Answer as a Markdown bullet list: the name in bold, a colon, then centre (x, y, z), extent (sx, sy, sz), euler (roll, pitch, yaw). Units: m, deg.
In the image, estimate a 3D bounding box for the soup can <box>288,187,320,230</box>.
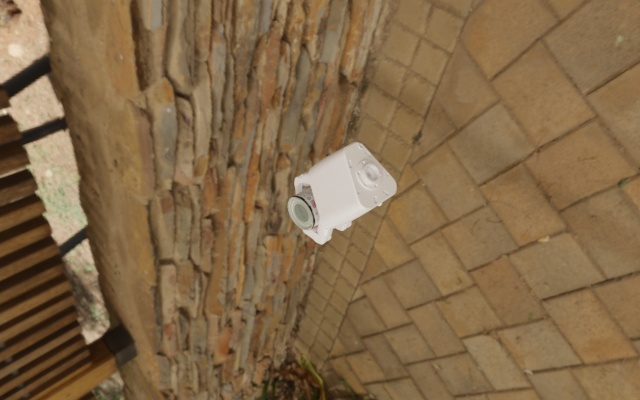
- **soup can**: centre (0.000, 0.003, 0.859), extent (0.102, 0.068, 0.068), euler (-30, 19, -36)
